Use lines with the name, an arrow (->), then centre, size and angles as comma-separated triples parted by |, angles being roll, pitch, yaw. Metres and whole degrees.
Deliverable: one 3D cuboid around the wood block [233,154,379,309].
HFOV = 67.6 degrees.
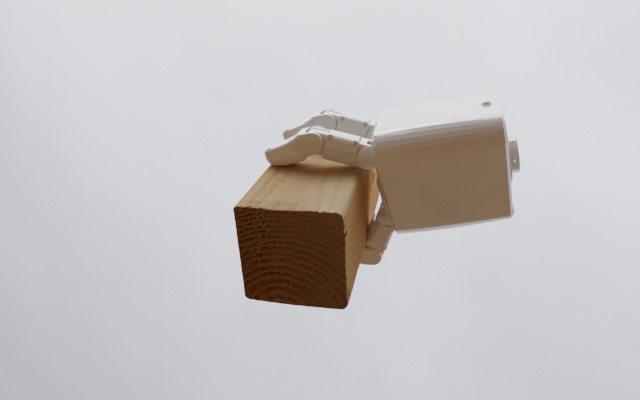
wood block -> 0.001, 0.002, 0.462 | 0.090, 0.091, 0.206 | 3, 27, 14
